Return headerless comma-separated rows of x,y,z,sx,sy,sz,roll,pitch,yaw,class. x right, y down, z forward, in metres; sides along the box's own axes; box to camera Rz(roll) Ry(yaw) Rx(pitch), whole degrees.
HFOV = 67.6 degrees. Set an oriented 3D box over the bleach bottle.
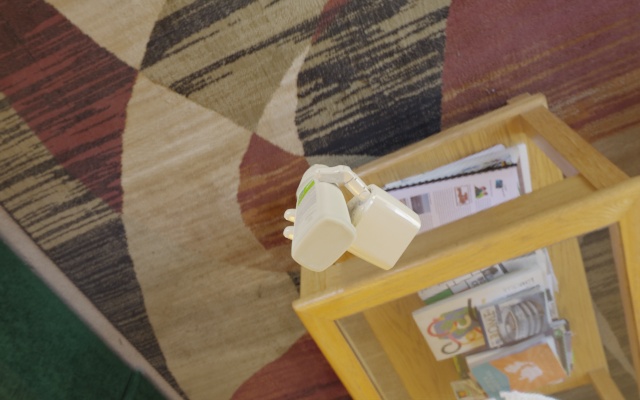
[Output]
0.000,0.003,0.791,0.068,0.102,0.250,33,25,-19,bleach bottle
